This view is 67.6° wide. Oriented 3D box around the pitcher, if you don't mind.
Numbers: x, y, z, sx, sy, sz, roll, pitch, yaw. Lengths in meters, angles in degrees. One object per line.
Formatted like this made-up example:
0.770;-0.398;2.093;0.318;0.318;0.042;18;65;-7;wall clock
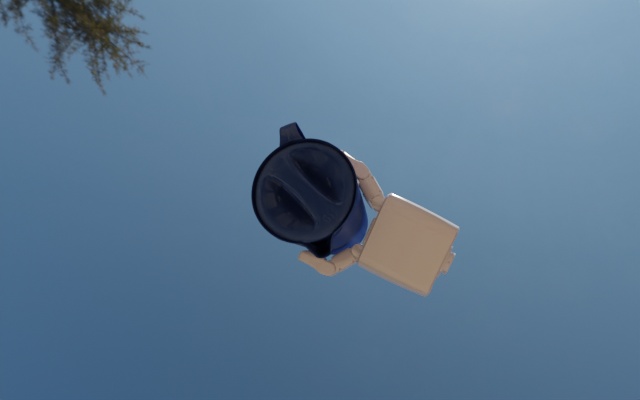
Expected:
0.000;0.002;0.690;0.145;0.149;0.243;25;-6;16;pitcher
